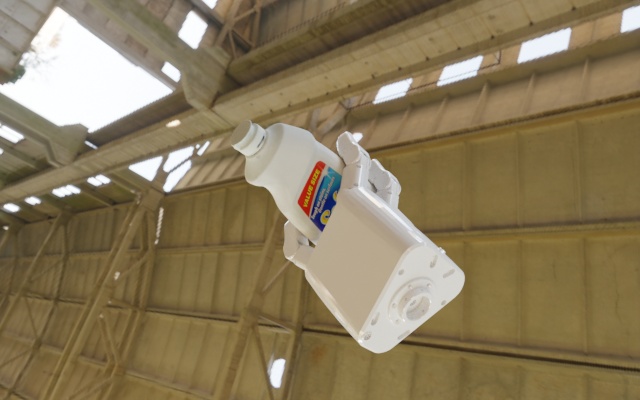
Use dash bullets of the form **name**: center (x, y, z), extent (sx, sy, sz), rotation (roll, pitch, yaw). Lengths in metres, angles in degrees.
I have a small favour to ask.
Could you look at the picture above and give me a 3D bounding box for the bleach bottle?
- **bleach bottle**: center (0.000, 0.002, 0.523), extent (0.251, 0.102, 0.068), rotation (36, 5, -37)
